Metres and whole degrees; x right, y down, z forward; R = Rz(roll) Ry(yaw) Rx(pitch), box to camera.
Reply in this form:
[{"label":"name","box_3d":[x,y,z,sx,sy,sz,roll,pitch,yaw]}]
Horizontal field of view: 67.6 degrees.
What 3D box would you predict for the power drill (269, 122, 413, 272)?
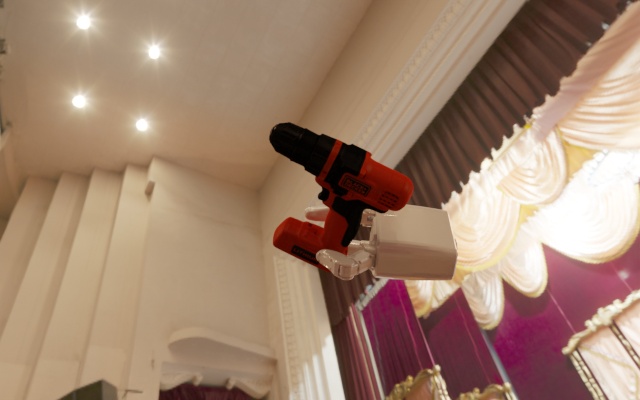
[{"label":"power drill","box_3d":[0.000,0.002,0.617,0.184,0.188,0.057,27,44,-2]}]
